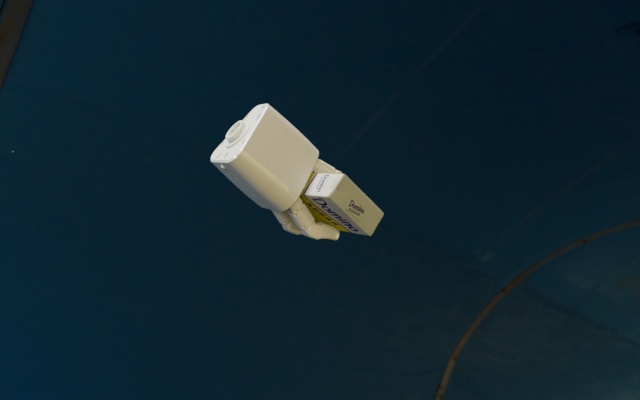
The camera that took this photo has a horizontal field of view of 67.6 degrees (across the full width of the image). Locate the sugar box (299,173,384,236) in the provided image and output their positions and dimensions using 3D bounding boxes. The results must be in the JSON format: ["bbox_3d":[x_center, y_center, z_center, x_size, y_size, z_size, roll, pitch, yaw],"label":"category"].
[{"bbox_3d":[0.000,0.003,0.701,0.093,0.048,0.176,43,-18,-29],"label":"sugar box"}]
